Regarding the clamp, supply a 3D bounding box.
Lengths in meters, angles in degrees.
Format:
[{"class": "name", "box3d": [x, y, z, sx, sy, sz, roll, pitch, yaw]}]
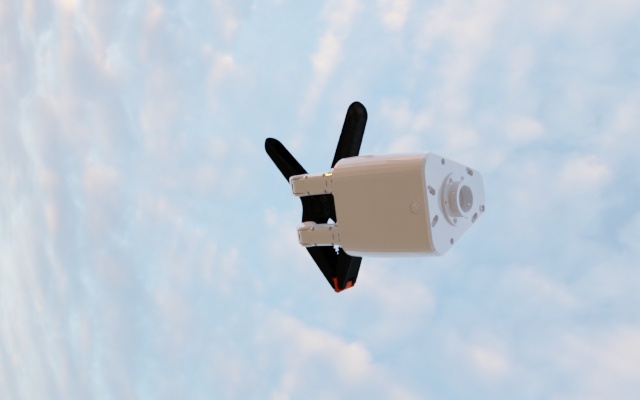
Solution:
[{"class": "clamp", "box3d": [0.001, 0.002, 0.565, 0.036, 0.210, 0.164, -11, 6, -43]}]
